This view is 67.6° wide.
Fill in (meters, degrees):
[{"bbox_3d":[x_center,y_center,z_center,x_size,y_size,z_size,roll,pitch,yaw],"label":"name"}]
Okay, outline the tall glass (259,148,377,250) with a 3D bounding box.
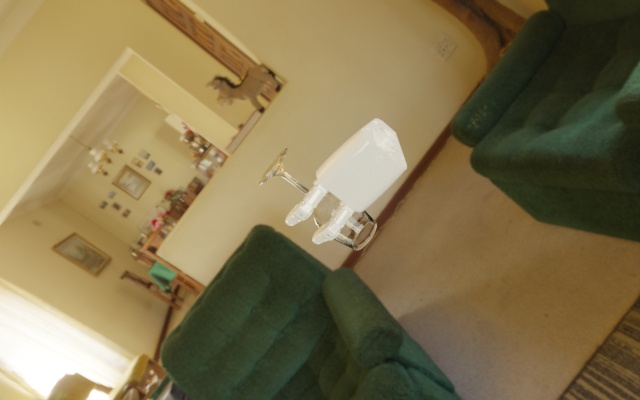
[{"bbox_3d":[0.000,0.002,0.797,0.201,0.079,0.079,37,-11,-14],"label":"tall glass"}]
